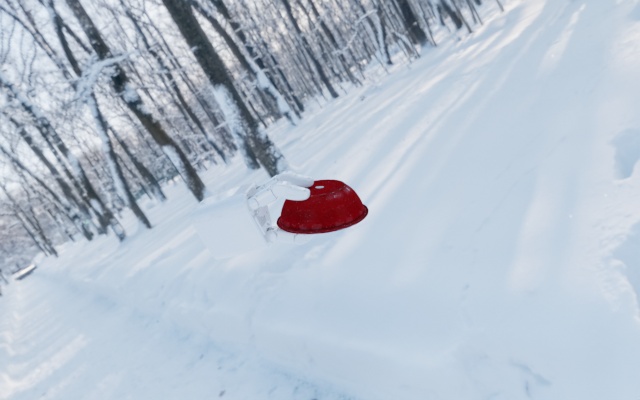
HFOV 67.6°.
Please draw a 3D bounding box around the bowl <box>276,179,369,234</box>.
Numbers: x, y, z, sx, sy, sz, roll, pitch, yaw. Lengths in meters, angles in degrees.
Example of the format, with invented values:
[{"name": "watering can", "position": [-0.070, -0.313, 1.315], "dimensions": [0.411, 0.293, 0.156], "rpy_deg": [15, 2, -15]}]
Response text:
[{"name": "bowl", "position": [0.001, 0.002, 0.821], "dimensions": [0.162, 0.055, 0.162], "rpy_deg": [-7, 18, 2]}]
